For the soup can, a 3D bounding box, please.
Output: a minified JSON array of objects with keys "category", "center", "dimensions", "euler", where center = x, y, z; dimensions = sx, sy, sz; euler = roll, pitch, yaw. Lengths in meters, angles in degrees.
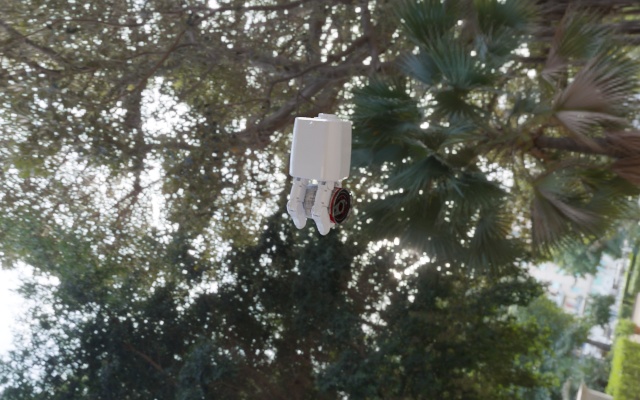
[{"category":"soup can","center":[0.000,0.003,0.892],"dimensions":[0.102,0.068,0.068],"euler":[11,6,33]}]
